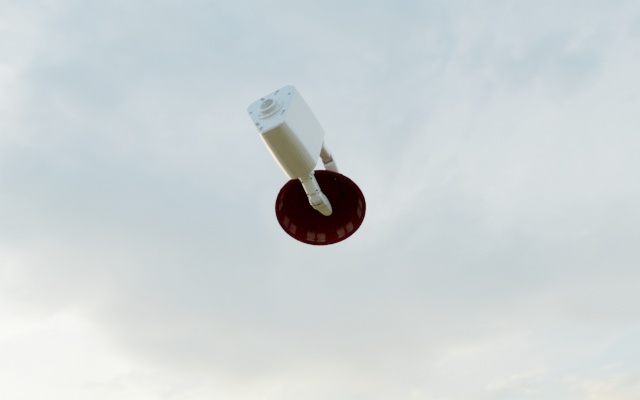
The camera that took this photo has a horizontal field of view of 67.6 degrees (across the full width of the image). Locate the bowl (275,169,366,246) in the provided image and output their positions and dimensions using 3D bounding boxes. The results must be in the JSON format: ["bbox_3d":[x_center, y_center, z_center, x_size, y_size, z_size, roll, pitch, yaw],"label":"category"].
[{"bbox_3d":[0.000,0.004,0.862,0.162,0.162,0.055,0,33,0],"label":"bowl"}]
